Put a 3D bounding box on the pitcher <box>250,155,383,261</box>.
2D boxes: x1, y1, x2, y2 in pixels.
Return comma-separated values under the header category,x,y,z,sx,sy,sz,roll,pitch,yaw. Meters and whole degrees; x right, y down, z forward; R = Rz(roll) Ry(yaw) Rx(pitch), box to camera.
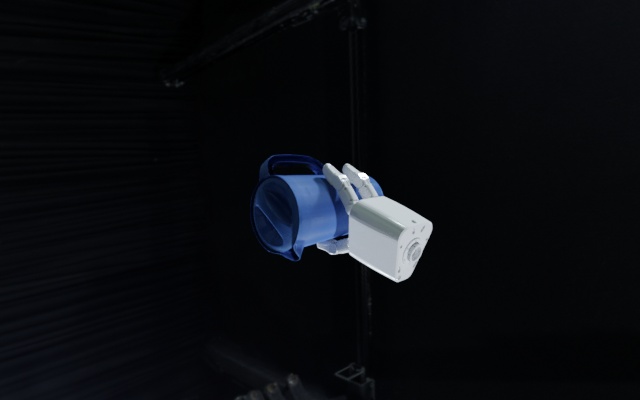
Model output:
category,x,y,z,sx,sy,sz,roll,pitch,yaw
pitcher,0.000,0.003,0.876,0.243,0.149,0.145,-8,27,-44
